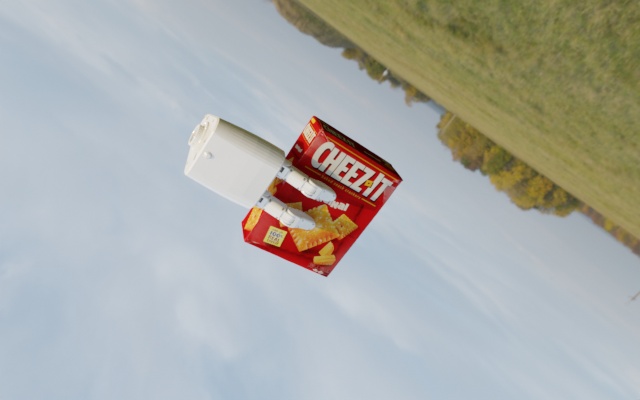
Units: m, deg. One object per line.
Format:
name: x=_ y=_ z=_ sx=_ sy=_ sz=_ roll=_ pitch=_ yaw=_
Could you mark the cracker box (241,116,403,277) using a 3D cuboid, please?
cracker box: x=0.000 y=0.003 z=0.756 sx=0.164 sy=0.214 sz=0.072 roll=28 pitch=18 yaw=-25
